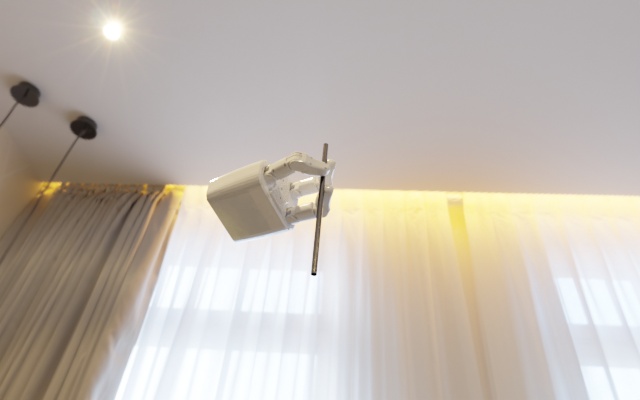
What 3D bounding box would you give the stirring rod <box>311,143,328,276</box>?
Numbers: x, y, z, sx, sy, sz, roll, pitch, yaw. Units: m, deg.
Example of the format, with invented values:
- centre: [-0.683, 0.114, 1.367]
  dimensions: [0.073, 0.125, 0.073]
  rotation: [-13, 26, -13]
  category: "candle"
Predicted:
- centre: [0.000, 0.002, 0.670]
  dimensions: [0.011, 0.239, 0.011]
  rotation: [3, -42, 3]
  category: "stirring rod"
